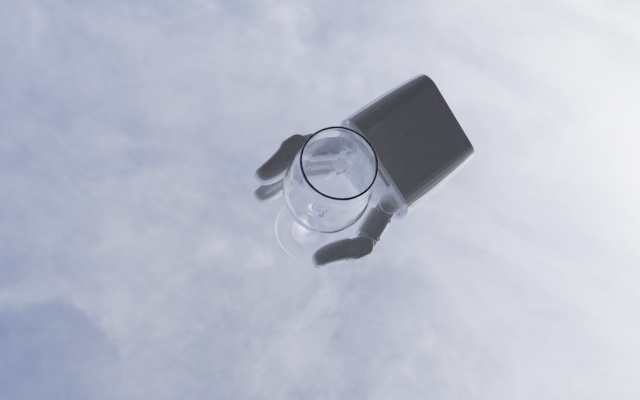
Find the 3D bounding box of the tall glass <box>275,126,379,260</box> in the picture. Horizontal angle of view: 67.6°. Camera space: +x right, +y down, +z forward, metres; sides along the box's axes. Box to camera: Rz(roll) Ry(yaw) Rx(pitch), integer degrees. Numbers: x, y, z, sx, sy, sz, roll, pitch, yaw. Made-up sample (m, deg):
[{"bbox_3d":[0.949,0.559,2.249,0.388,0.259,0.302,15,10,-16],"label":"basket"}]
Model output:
[{"bbox_3d":[0.000,0.002,0.458,0.079,0.079,0.201,0,-18,-9],"label":"tall glass"}]
